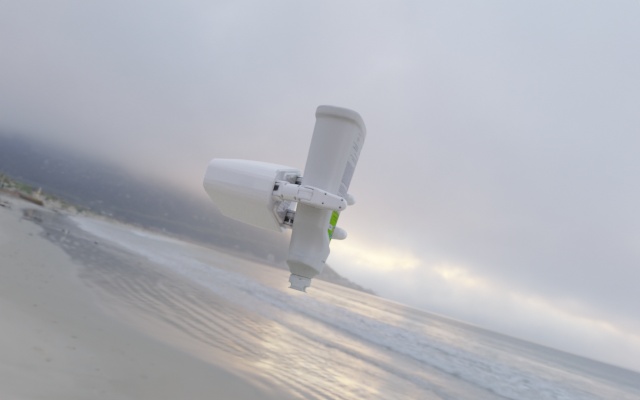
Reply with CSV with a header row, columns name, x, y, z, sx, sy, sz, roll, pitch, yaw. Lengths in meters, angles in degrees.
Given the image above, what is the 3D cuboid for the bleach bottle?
name,x,y,z,sx,sy,sz,roll,pitch,yaw
bleach bottle,0.000,0.002,0.667,0.068,0.251,0.102,13,-10,17
